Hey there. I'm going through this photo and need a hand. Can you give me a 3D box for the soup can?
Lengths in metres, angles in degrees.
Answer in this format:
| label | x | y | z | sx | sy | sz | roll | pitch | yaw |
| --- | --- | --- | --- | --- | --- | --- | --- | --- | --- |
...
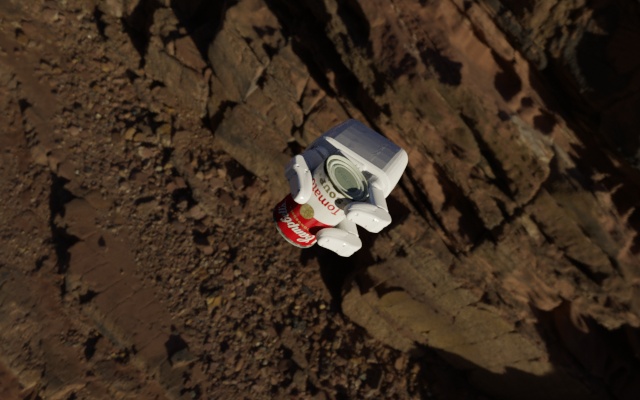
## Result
| label | x | y | z | sx | sy | sz | roll | pitch | yaw |
| --- | --- | --- | --- | --- | --- | --- | --- | --- | --- |
| soup can | 0.000 | 0.002 | 0.566 | 0.068 | 0.068 | 0.102 | 0 | -33 | -48 |
